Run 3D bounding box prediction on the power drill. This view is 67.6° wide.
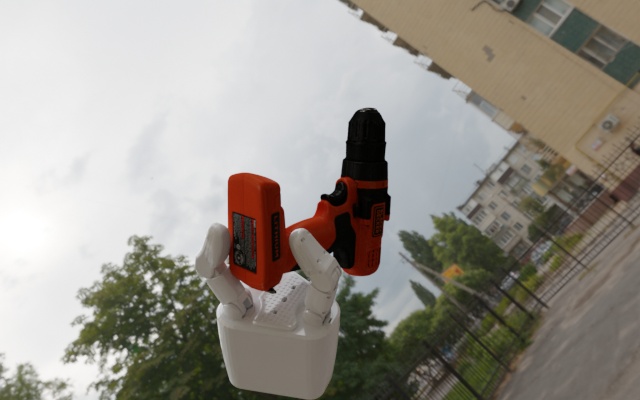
[{"bbox_3d":[0.000,0.002,0.472,0.187,0.184,0.057,-10,15,-43],"label":"power drill"}]
